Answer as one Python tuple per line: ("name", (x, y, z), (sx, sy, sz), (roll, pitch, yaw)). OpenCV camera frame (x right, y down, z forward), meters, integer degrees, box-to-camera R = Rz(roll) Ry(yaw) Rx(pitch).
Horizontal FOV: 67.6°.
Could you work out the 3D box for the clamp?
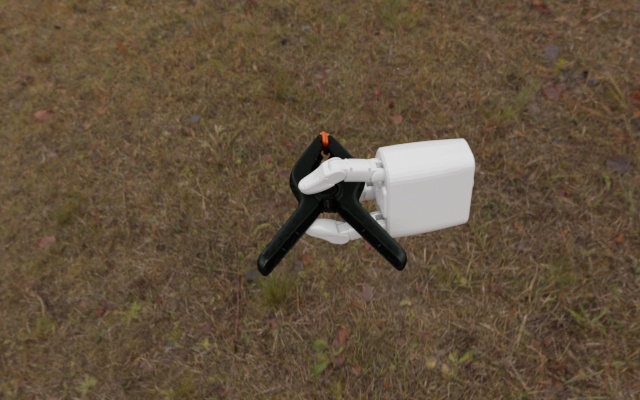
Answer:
("clamp", (0.000, 0.001, 0.577), (0.164, 0.209, 0.036), (-7, -37, -6))
